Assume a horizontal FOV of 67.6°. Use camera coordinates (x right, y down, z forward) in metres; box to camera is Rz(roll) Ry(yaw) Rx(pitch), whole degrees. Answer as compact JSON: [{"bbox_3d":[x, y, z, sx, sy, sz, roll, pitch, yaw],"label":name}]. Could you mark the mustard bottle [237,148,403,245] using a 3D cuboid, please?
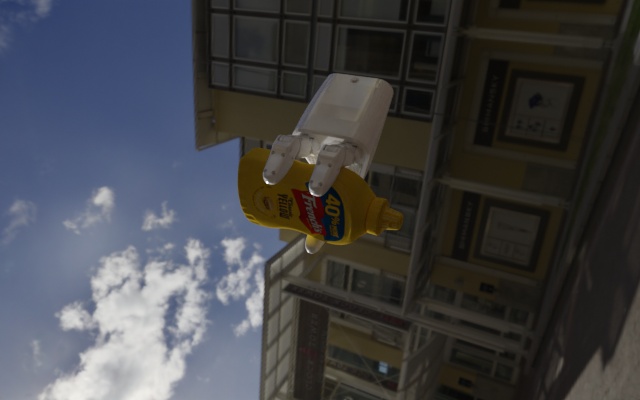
[{"bbox_3d":[0.000,0.002,0.544,0.191,0.096,0.058,13,36,22],"label":"mustard bottle"}]
